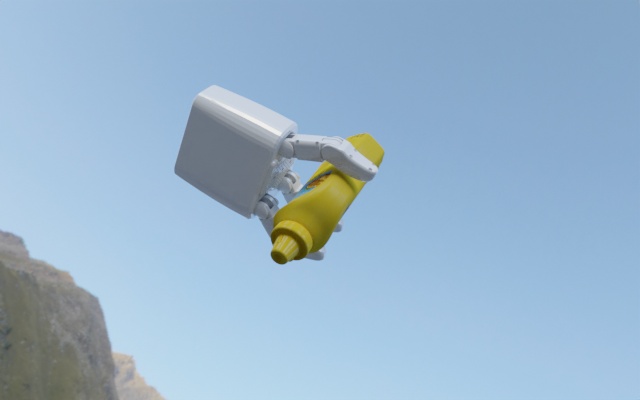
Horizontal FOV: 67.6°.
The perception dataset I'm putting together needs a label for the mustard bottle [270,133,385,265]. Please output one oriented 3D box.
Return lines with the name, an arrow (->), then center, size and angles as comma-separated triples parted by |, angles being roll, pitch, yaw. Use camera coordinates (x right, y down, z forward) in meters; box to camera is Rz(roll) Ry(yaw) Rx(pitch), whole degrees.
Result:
mustard bottle -> 0.000, 0.002, 0.512 | 0.096, 0.058, 0.191 | -36, 10, 41
